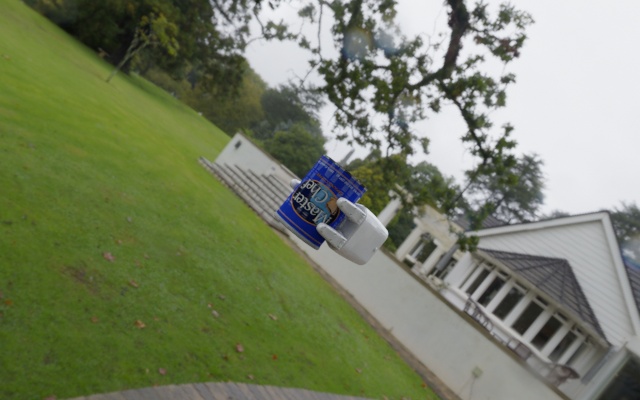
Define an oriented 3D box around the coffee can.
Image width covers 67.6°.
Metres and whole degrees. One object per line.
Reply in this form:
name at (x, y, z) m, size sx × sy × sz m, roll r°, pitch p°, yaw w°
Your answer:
coffee can at (0.000, 0.003, 0.852) m, size 0.103 × 0.140 × 0.103 m, roll 39°, pitch 0°, yaw 0°
